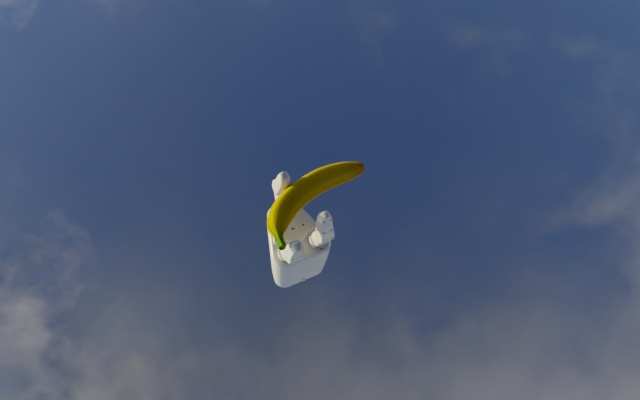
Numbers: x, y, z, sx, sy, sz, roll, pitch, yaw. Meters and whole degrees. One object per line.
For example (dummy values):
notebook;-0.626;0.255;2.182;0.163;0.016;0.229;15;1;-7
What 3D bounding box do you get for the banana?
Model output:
banana;-0.017;-0.006;0.710;0.069;0.197;0.037;35;-29;18
